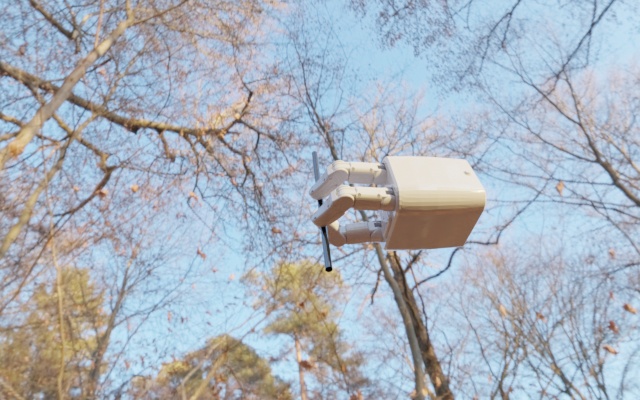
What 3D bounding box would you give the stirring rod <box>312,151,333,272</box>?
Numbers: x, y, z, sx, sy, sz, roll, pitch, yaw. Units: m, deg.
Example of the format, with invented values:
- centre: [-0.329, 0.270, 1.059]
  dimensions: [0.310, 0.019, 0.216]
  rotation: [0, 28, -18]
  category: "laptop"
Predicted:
- centre: [0.000, 0.002, 0.599]
  dimensions: [0.011, 0.011, 0.239]
  rotation: [0, 36, -5]
  category: "stirring rod"
